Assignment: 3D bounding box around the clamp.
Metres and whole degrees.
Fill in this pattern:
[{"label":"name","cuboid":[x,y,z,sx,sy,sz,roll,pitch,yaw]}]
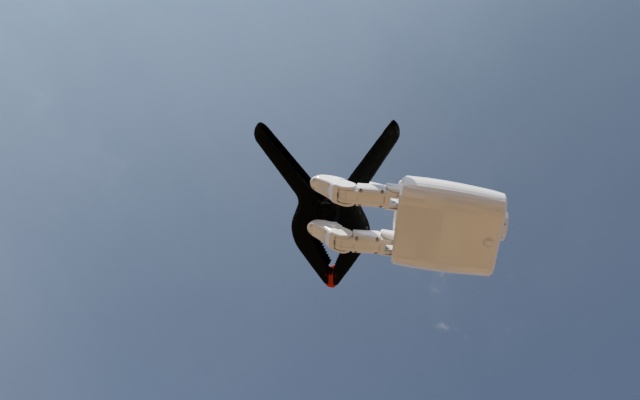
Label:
[{"label":"clamp","cuboid":[0.000,0.002,0.563,0.164,0.210,0.036,8,21,11]}]
